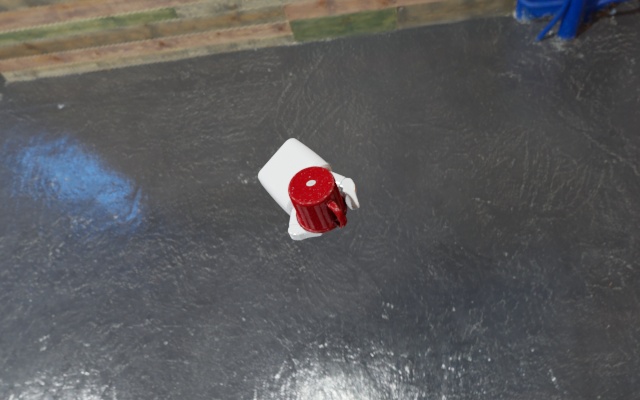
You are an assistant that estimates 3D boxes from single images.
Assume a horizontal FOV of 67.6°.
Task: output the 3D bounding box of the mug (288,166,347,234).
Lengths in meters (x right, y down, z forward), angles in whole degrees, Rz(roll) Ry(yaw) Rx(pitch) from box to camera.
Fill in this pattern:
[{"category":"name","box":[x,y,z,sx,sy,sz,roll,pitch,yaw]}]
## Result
[{"category":"mug","box":[0.001,0.003,0.799,0.117,0.093,0.082,42,-15,34]}]
